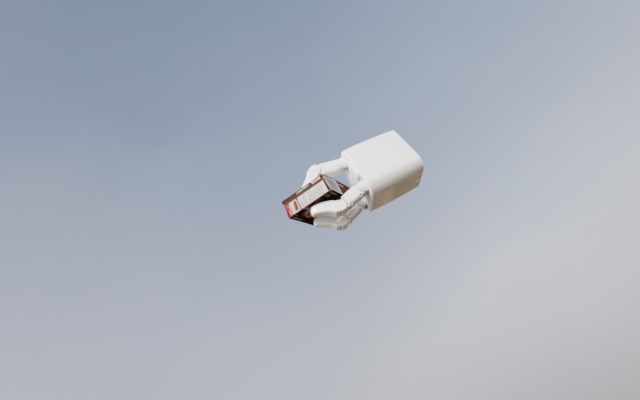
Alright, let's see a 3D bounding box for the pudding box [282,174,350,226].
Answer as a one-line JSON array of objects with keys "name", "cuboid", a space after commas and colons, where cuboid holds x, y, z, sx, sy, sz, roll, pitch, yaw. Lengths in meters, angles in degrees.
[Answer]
[{"name": "pudding box", "cuboid": [0.000, 0.003, 0.826, 0.090, 0.039, 0.113, -35, -26, 17]}]
